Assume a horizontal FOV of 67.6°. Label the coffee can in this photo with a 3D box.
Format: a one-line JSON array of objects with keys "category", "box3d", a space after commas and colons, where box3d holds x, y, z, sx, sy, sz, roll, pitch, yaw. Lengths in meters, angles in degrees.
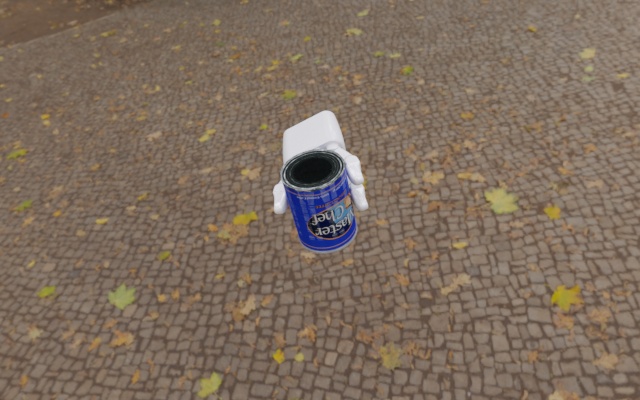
[{"category": "coffee can", "box3d": [0.000, 0.003, 0.776, 0.103, 0.140, 0.102, -8, 41, 7]}]
